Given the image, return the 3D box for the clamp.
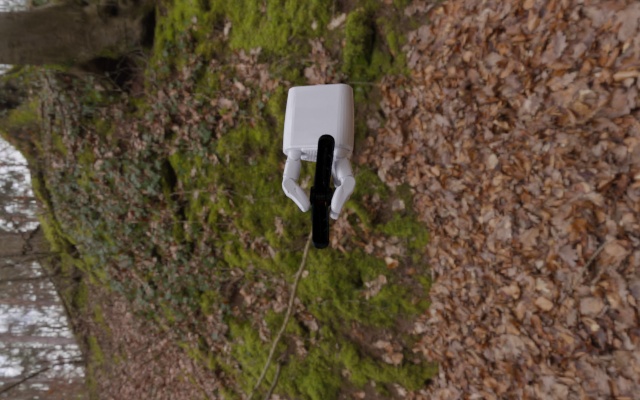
[{"bbox_3d":[-0.001,0.002,0.766,0.036,0.164,0.210,5,-11,-2],"label":"clamp"}]
